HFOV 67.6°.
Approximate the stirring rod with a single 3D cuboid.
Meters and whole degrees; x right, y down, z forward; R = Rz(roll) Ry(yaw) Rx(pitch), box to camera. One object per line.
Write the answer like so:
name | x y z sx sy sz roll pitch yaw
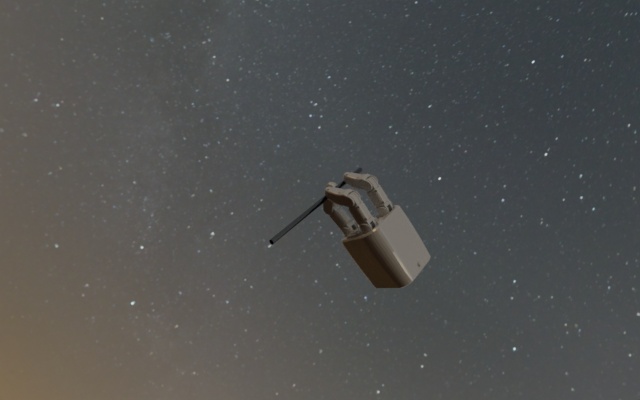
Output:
stirring rod | 0.000 0.003 0.760 0.011 0.011 0.239 0 28 41
